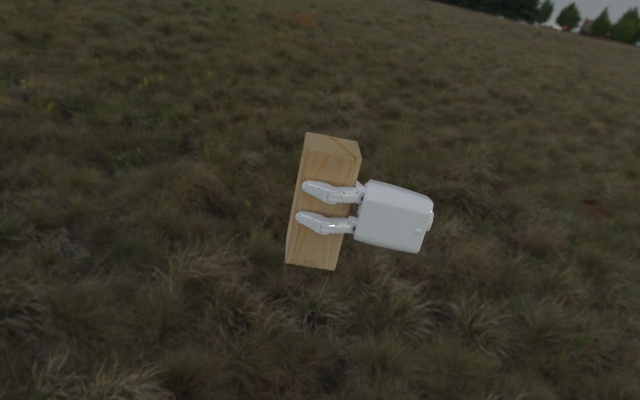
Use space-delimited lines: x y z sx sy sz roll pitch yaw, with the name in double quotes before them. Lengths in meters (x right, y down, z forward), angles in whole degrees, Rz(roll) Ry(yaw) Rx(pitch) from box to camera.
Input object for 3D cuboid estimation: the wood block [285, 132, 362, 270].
"wood block" 0.001 0.002 0.804 0.090 0.206 0.090 10 25 -6
